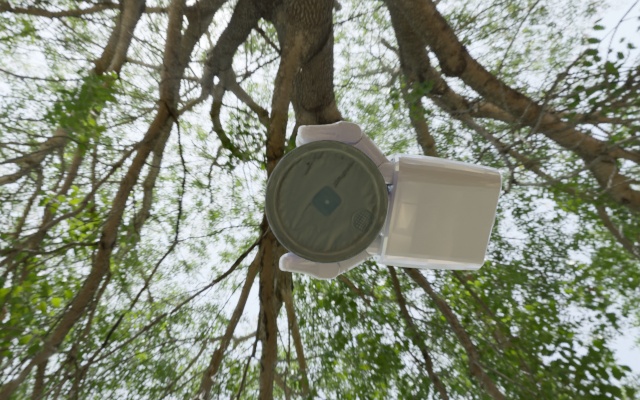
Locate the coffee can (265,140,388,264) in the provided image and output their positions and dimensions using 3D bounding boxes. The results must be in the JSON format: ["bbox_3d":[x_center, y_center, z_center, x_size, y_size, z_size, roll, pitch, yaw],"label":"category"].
[{"bbox_3d":[0.000,0.002,0.462,0.103,0.103,0.140,0,0,-5],"label":"coffee can"}]
